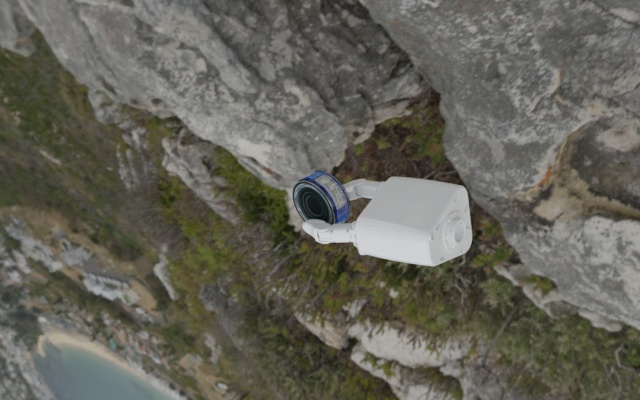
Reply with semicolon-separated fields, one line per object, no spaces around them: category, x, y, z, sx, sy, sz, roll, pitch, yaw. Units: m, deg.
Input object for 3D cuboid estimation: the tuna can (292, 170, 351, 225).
tuna can;0.000;0.002;0.676;0.033;0.086;0.086;-33;21;-35
